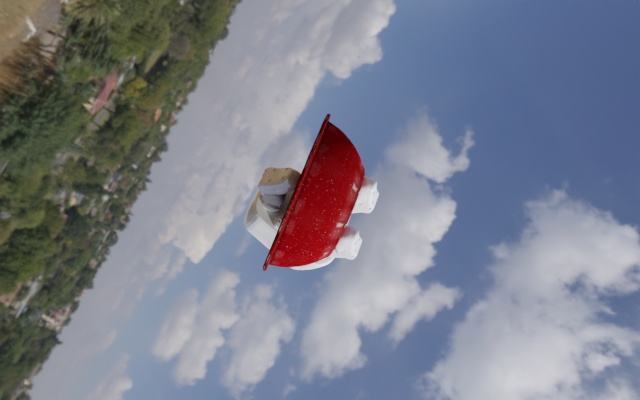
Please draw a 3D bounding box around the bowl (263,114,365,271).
[{"bbox_3d":[0.001,0.002,0.458,0.055,0.162,0.162,23,-1,-2],"label":"bowl"}]
